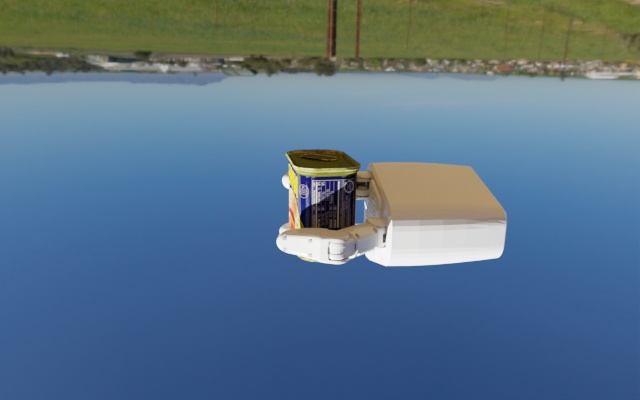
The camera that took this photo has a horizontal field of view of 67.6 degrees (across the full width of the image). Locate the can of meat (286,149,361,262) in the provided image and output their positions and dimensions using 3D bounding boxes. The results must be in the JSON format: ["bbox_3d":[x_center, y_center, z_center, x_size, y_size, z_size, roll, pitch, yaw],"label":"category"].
[{"bbox_3d":[0.000,0.002,0.441,0.057,0.084,0.102,-2,15,-9],"label":"can of meat"}]
